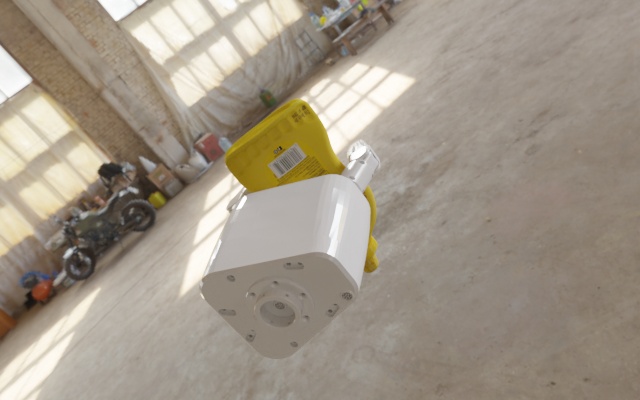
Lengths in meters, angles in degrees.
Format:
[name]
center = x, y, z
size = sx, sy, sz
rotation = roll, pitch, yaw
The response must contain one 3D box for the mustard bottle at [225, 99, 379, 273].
[mustard bottle]
center = 0.000, 0.001, 0.476
size = 0.096, 0.192, 0.058
rotation = -38, 20, 0
